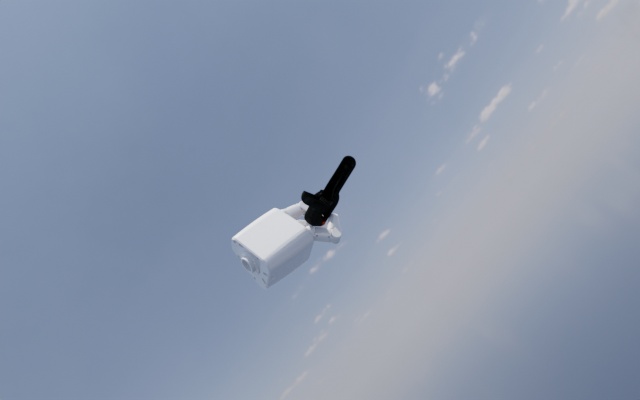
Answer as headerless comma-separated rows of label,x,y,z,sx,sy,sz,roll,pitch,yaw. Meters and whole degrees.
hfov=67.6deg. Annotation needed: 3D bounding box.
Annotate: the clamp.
clamp,0.000,0.002,0.838,0.120,0.039,0.172,-31,-24,-32
